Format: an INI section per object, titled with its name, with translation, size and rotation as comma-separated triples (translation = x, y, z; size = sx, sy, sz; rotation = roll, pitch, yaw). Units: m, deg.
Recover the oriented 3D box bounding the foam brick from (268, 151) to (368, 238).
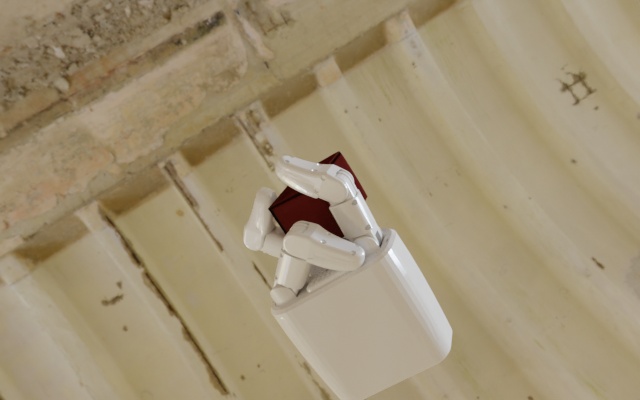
[foam brick]
translation = 0.000, 0.001, 0.422
size = 0.053, 0.051, 0.078
rotation = -27, 14, 29
